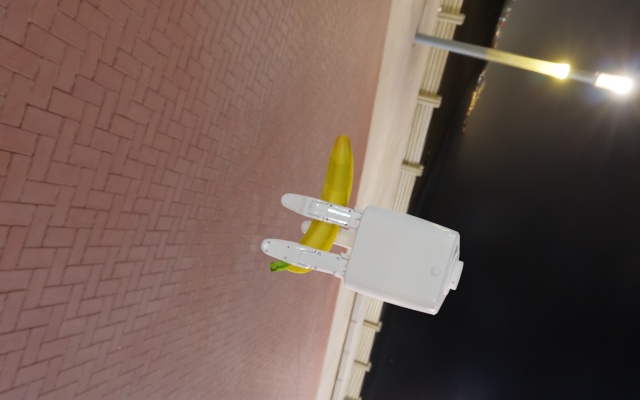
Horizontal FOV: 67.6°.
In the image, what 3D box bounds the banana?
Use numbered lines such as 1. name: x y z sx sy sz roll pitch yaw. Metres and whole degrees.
1. banana: 0.005 0.014 0.600 0.037 0.197 0.070 14 -22 29
